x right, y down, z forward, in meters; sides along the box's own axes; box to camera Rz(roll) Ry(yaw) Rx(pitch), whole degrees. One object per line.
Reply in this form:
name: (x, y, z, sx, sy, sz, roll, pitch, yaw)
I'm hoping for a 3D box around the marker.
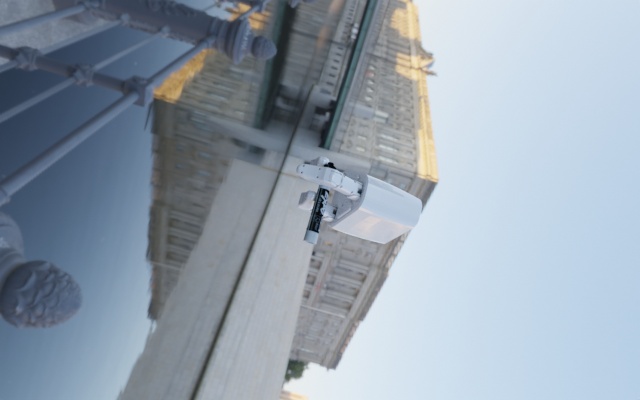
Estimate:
marker: (0.000, 0.002, 0.682, 0.020, 0.121, 0.020, 14, -13, 3)
